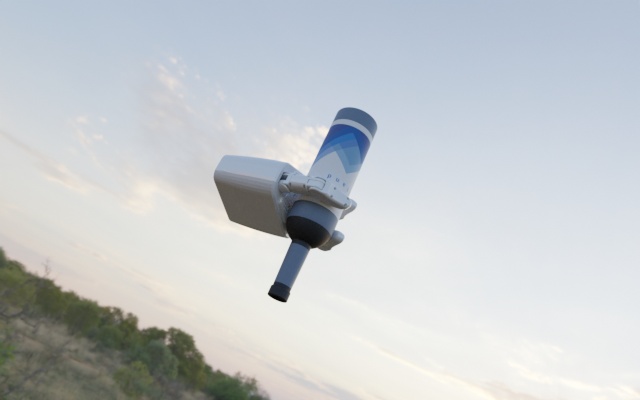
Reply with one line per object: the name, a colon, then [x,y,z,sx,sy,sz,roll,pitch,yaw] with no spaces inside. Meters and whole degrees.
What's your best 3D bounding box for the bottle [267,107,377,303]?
bottle: [0.000,0.002,0.665,0.069,0.295,0.069,20,-25,10]
